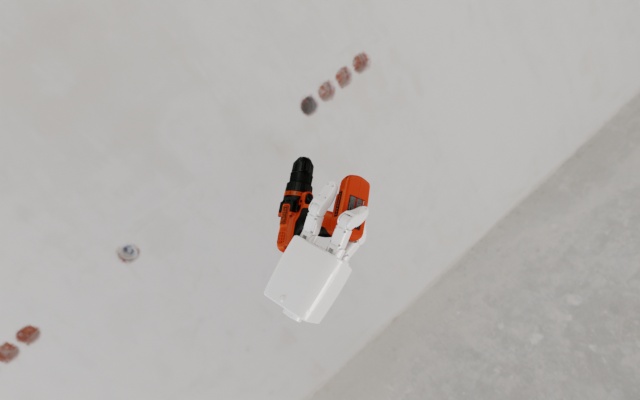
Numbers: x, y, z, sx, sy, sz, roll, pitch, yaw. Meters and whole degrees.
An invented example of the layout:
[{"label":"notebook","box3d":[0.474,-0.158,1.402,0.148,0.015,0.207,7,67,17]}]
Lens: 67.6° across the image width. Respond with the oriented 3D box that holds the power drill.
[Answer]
[{"label":"power drill","box3d":[0.000,0.003,0.828,0.057,0.184,0.187,17,-15,-37]}]
